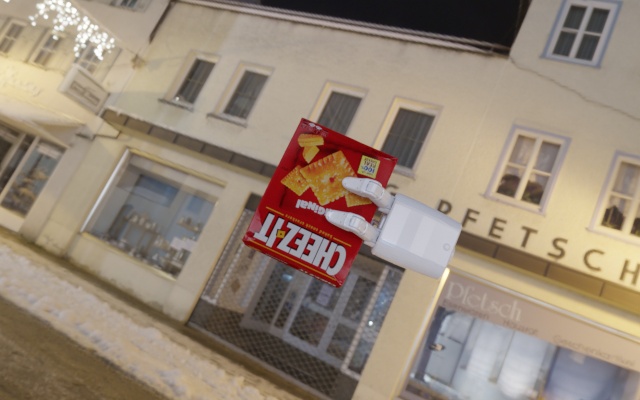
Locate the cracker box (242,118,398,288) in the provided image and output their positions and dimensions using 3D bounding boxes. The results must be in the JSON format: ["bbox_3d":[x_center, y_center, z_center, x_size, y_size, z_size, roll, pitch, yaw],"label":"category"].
[{"bbox_3d":[0.000,0.002,0.730,0.164,0.213,0.072,25,-11,2],"label":"cracker box"}]
